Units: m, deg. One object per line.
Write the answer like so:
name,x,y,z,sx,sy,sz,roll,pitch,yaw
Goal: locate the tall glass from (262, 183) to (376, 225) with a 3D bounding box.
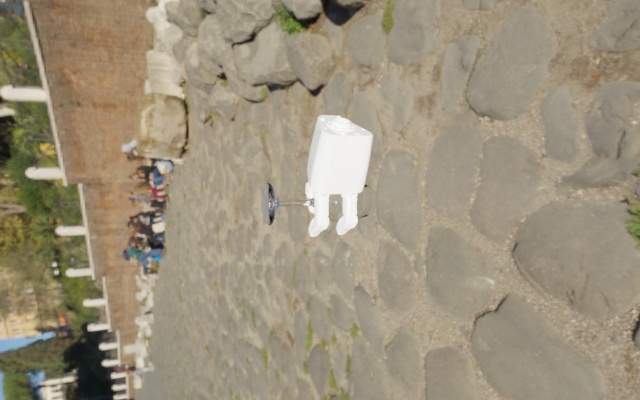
tall glass,-0.001,0.003,0.873,0.201,0.079,0.079,-2,1,-23
